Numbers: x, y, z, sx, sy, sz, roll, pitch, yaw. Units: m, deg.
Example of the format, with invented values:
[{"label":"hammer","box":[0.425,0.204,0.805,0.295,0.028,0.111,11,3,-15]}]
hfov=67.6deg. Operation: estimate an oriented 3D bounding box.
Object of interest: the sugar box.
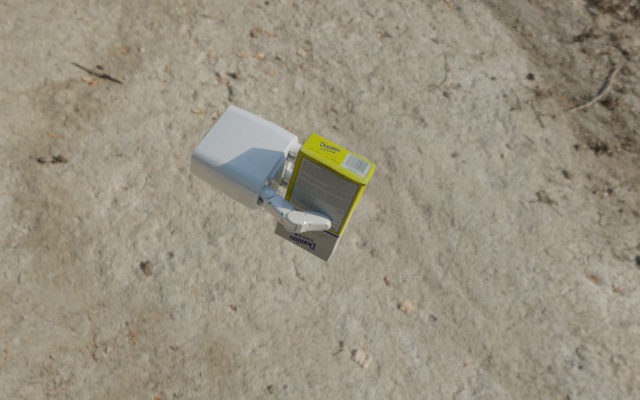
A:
[{"label":"sugar box","box":[0.000,0.002,0.646,0.093,0.048,0.176,29,-40,6]}]
